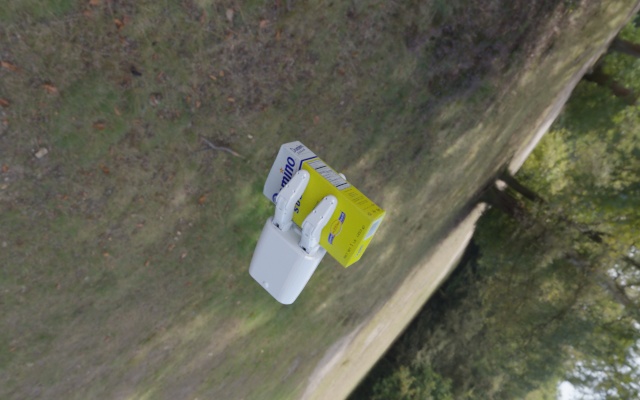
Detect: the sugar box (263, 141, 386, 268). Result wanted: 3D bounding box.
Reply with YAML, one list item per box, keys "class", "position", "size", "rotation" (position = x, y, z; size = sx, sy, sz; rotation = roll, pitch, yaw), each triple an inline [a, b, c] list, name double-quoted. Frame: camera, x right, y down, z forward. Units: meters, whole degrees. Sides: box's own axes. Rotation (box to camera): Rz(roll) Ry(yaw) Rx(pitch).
- class: "sugar box"
  position: [0.000, 0.003, 0.682]
  size: [0.176, 0.093, 0.048]
  rotation: [39, 33, 19]
